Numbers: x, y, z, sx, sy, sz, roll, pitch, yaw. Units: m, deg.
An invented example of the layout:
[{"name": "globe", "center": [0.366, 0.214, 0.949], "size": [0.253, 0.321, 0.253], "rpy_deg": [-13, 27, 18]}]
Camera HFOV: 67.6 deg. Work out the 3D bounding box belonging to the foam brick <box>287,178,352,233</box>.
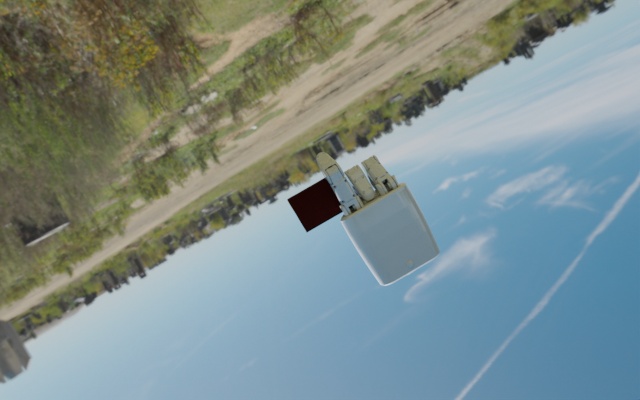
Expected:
[{"name": "foam brick", "center": [0.000, 0.002, 0.654], "size": [0.078, 0.051, 0.053], "rpy_deg": [-30, 4, -2]}]
